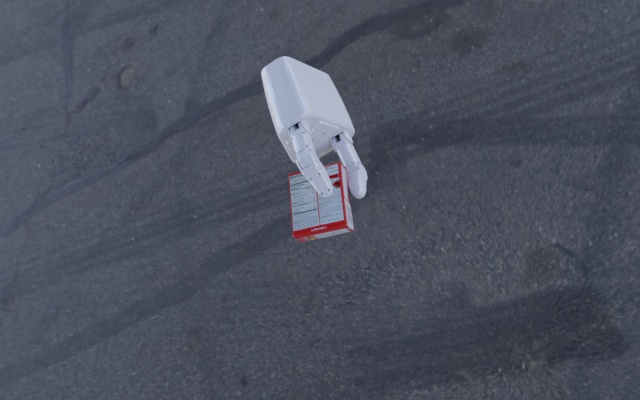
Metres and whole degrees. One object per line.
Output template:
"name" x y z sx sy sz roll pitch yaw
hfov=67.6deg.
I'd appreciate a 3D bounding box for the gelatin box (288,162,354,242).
"gelatin box" 0.000 0.002 0.606 0.073 0.089 0.030 -13 -23 19
